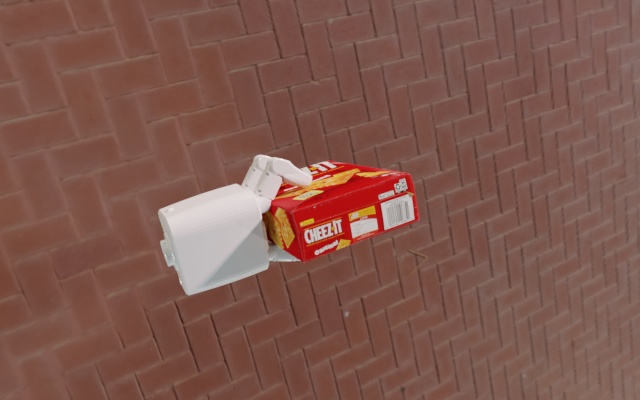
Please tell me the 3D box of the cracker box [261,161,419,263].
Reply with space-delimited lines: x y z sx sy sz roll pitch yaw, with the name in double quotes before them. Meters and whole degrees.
"cracker box" 0.000 0.002 0.642 0.164 0.072 0.213 -18 16 -22
